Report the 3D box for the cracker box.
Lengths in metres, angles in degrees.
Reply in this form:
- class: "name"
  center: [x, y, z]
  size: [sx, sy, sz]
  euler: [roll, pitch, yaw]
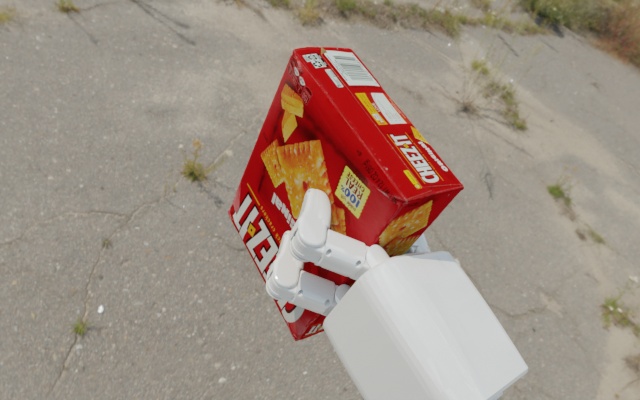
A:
- class: "cracker box"
  center: [0.000, 0.001, 0.425]
  size: [0.072, 0.164, 0.214]
  euler: [-11, -33, -36]
